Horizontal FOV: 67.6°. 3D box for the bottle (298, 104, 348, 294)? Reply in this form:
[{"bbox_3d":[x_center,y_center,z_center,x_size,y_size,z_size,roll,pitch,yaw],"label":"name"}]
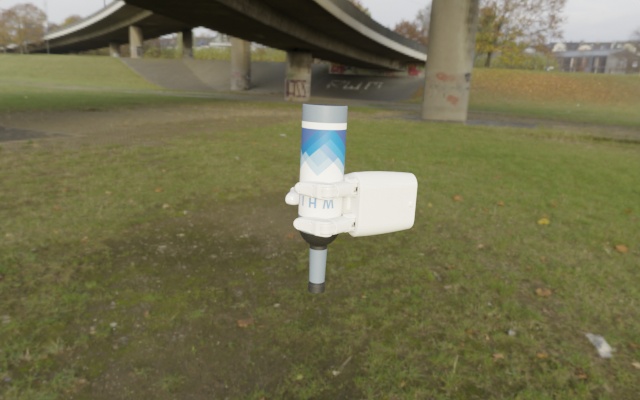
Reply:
[{"bbox_3d":[0.000,0.002,0.737,0.069,0.296,0.069,3,13,-1],"label":"bottle"}]
